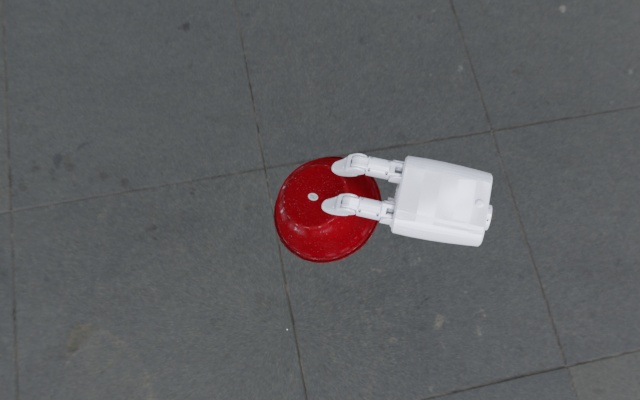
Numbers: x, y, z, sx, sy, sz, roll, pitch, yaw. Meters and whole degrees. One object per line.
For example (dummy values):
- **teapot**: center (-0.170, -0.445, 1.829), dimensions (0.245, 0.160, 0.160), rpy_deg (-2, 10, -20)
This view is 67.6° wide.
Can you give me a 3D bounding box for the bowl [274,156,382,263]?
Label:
- **bowl**: center (-0.001, 0.002, 0.663), dimensions (0.162, 0.162, 0.055), rpy_deg (0, -19, 19)
